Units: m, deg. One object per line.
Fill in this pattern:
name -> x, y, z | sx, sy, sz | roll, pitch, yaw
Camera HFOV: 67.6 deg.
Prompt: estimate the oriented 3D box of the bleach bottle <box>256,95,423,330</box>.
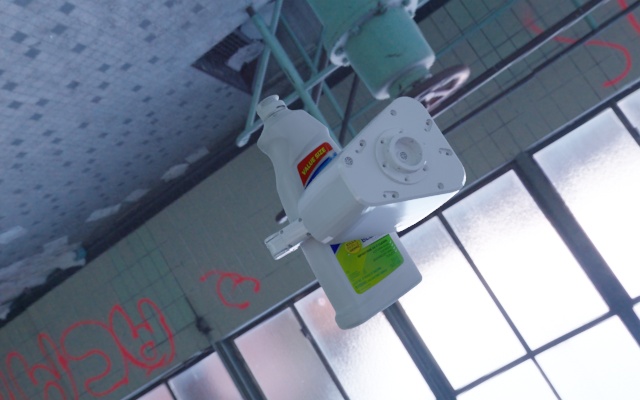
bleach bottle -> 0.000, 0.002, 0.506 | 0.102, 0.251, 0.068 | -29, -8, -24
